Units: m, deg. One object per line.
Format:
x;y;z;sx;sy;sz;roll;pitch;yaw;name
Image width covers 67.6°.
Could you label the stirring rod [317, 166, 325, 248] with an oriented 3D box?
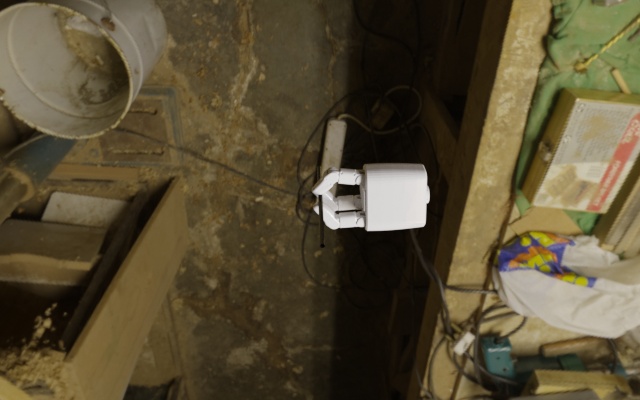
0.000;0.003;0.827;0.011;0.011;0.239;0;34;-2;stirring rod
